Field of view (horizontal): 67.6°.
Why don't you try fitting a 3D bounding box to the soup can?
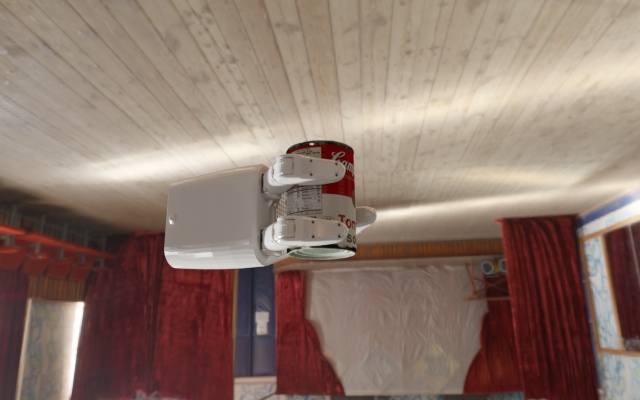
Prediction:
[{"bbox_3d":[0.001,0.002,0.459,0.068,0.102,0.068,-1,-15,0],"label":"soup can"}]
